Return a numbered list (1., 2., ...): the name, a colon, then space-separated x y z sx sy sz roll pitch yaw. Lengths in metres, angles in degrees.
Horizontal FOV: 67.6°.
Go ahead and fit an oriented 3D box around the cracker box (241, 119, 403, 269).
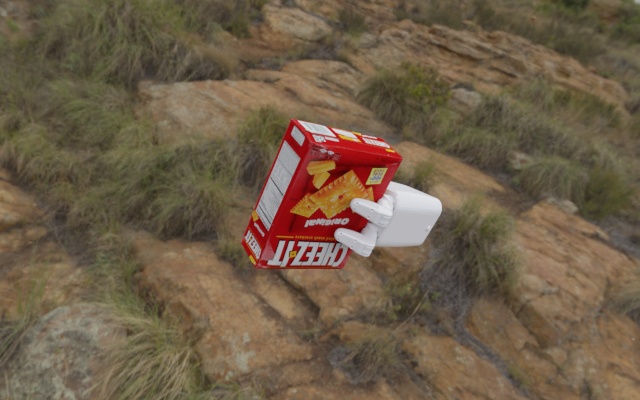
1. cracker box: 0.000 0.002 0.698 0.164 0.214 0.072 6 31 -35
